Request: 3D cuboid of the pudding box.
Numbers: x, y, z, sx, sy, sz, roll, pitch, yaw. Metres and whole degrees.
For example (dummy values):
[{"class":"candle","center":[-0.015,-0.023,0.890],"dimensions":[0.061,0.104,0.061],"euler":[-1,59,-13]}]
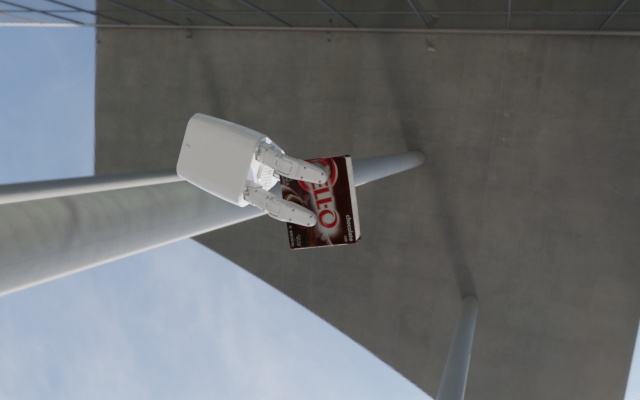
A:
[{"class":"pudding box","center":[0.000,0.002,0.612],"dimensions":[0.090,0.113,0.039],"euler":[-7,6,19]}]
